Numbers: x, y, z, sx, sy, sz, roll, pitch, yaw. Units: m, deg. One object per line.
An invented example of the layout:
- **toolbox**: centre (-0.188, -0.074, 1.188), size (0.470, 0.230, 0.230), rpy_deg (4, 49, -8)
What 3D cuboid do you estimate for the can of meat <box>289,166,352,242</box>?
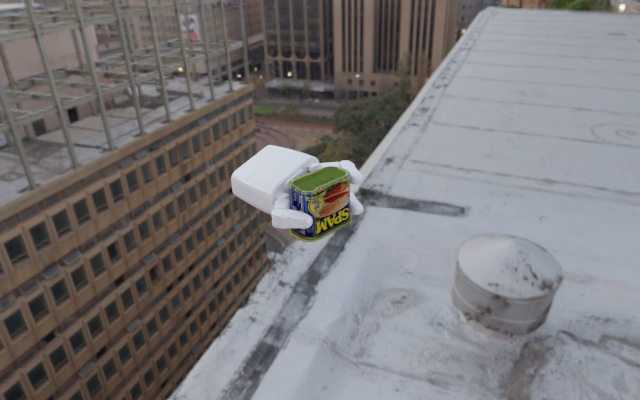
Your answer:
- **can of meat**: centre (0.000, 0.002, 0.723), size (0.102, 0.084, 0.057), rpy_deg (-25, 35, -36)
